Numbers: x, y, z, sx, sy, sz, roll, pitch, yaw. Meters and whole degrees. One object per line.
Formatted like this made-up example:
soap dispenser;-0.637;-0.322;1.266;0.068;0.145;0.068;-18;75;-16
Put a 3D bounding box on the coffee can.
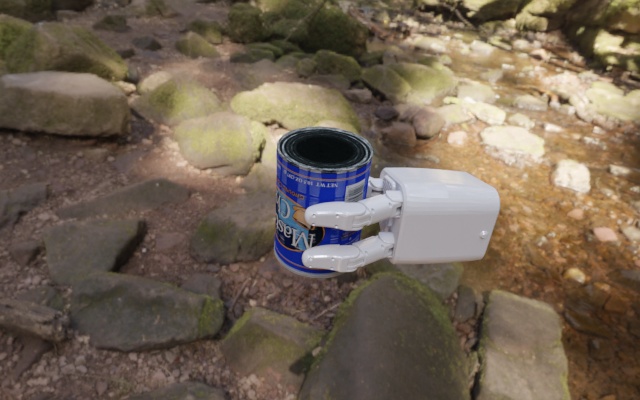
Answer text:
coffee can;0.000;0.002;0.539;0.103;0.140;0.102;3;33;-2
